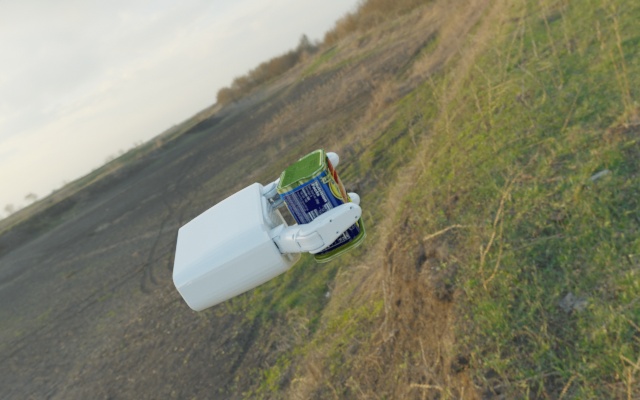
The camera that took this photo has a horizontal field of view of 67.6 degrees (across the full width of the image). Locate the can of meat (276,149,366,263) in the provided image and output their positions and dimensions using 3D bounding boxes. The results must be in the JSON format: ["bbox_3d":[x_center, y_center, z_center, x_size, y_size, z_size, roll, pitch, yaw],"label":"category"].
[{"bbox_3d":[0.000,0.001,0.489,0.057,0.084,0.102,-28,16,9],"label":"can of meat"}]
